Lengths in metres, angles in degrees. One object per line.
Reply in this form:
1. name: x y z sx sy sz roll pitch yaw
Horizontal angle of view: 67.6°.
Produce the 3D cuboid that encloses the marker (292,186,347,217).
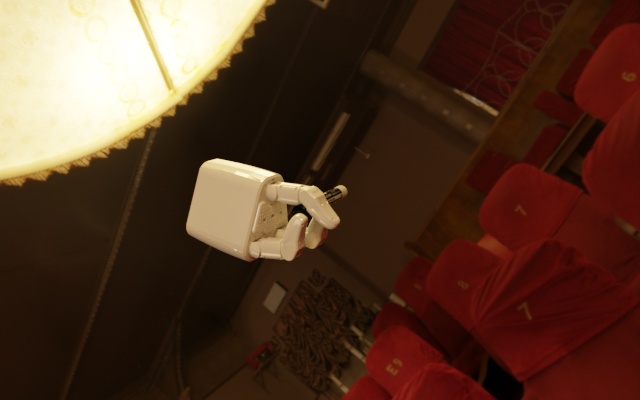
1. marker: 0.000 0.002 0.622 0.020 0.020 0.121 0 14 31
